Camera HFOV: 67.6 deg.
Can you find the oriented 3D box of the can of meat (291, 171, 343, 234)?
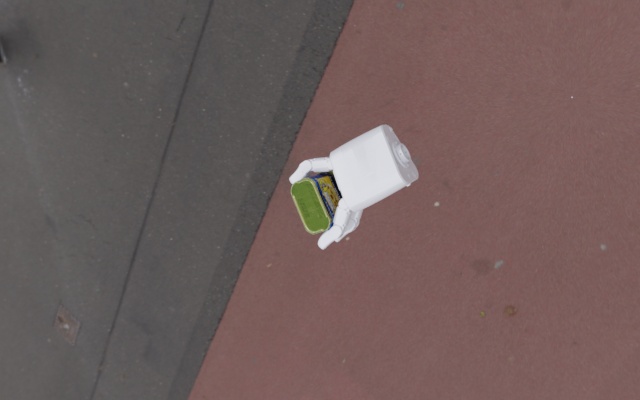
[{"bbox_3d":[0.000,0.003,0.841,0.057,0.102,0.084,-23,-1,28],"label":"can of meat"}]
